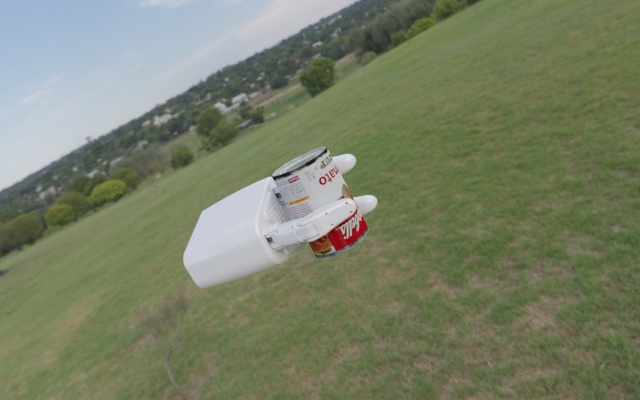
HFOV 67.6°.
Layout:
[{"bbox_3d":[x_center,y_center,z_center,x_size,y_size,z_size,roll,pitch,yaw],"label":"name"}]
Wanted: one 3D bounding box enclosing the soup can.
[{"bbox_3d":[0.000,0.001,0.517,0.068,0.102,0.068,-26,14,7],"label":"soup can"}]
